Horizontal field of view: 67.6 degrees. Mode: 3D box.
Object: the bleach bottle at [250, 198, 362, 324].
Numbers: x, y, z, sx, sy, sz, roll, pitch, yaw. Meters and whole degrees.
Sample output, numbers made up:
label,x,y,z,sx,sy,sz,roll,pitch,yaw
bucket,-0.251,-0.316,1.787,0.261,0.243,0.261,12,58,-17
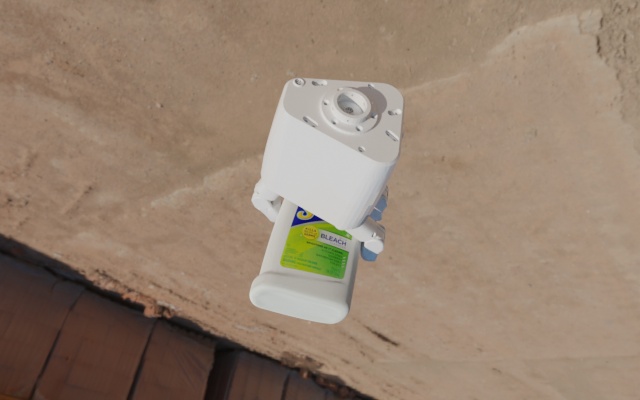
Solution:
label,x,y,z,sx,sy,sz,roll,pitch,yaw
bleach bottle,0.000,0.002,0.532,0.102,0.250,0.068,16,-33,-7
